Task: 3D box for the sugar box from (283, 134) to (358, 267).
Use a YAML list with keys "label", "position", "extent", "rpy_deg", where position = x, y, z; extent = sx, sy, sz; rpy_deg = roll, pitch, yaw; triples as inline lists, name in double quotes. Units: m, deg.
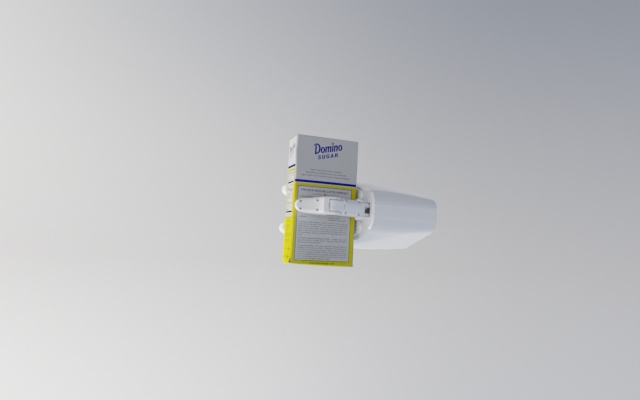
- label: "sugar box"
  position: [0.000, 0.002, 0.664]
  extent: [0.093, 0.176, 0.048]
  rpy_deg: [6, -8, -20]
